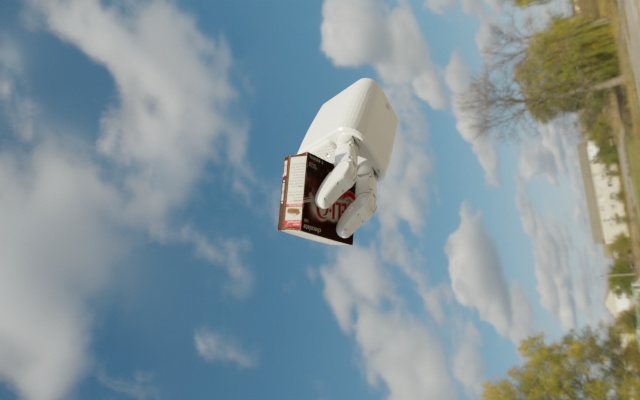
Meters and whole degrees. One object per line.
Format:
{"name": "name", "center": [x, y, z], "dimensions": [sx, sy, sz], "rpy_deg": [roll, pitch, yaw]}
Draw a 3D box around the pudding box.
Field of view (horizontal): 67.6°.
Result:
{"name": "pudding box", "center": [0.000, 0.002, 0.566], "dimensions": [0.039, 0.090, 0.113], "rpy_deg": [-5, -15, 36]}
